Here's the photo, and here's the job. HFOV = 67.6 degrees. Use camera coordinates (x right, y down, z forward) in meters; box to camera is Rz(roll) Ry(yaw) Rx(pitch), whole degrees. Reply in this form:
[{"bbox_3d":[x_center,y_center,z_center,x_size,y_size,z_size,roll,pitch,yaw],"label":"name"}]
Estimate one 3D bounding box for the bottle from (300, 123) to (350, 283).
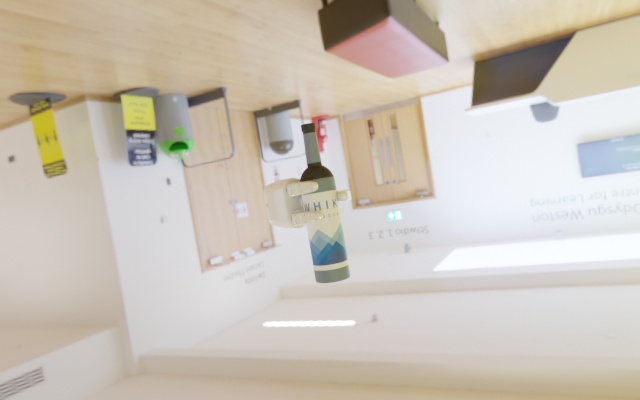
[{"bbox_3d":[0.000,0.003,0.894,0.069,0.296,0.069,-9,2,0],"label":"bottle"}]
